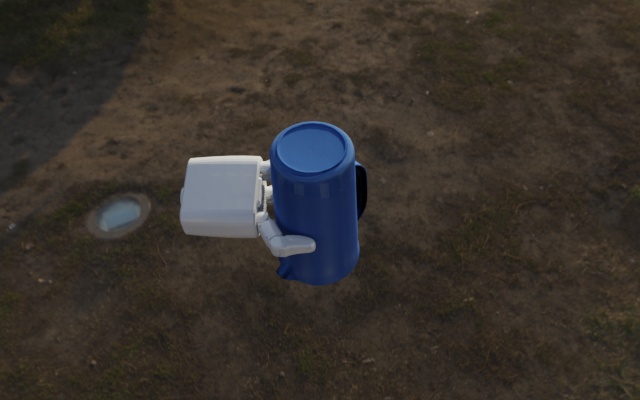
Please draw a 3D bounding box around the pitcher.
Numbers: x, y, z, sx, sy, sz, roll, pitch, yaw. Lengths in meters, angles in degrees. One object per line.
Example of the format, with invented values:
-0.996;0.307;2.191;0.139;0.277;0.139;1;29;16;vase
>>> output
0.000;0.002;0.691;0.145;0.149;0.243;0;-38;2;pitcher
